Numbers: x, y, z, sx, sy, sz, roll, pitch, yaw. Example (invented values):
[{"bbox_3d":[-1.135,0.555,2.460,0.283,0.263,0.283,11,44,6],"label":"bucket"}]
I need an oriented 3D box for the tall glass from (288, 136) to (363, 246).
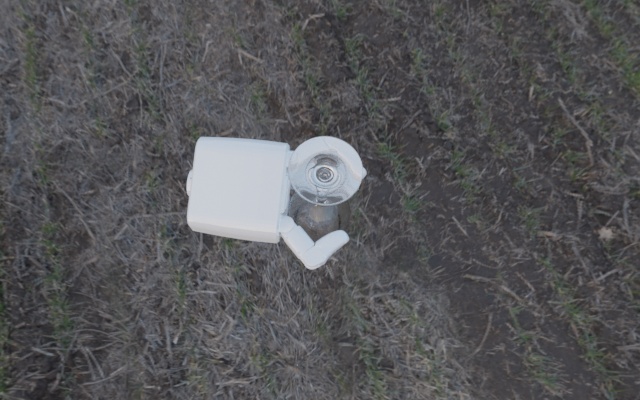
[{"bbox_3d":[0.000,0.002,0.563,0.079,0.079,0.201,0,-19,-3],"label":"tall glass"}]
